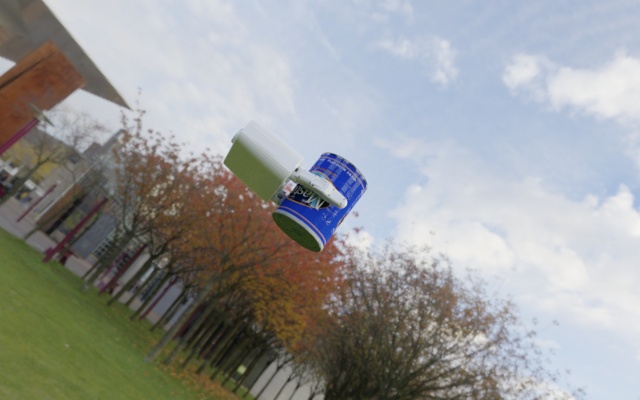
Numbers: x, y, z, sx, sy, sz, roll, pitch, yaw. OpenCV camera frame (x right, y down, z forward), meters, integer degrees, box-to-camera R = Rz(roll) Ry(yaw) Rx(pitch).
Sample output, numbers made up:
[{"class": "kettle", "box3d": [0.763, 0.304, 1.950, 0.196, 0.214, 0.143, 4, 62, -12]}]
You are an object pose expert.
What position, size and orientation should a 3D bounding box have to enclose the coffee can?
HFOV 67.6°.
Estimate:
[{"class": "coffee can", "box3d": [0.000, 0.003, 0.817, 0.103, 0.140, 0.103, 33, -21, 14]}]
